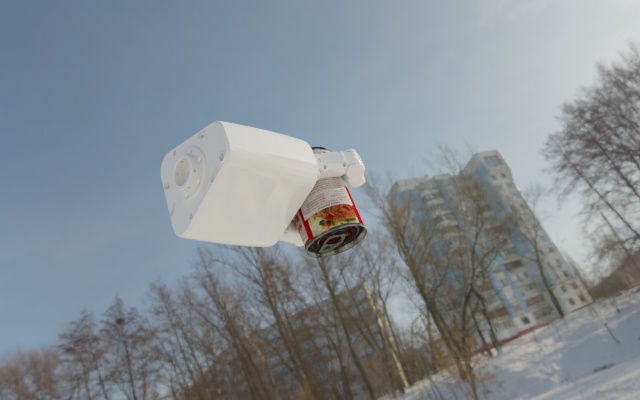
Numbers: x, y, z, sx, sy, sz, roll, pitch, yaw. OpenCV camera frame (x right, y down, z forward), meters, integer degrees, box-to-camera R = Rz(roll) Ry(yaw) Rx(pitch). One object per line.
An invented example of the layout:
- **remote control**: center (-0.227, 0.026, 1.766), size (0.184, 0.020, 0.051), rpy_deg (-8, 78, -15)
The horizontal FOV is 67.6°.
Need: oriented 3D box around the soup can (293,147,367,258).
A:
- **soup can**: center (0.000, 0.001, 0.517), size (0.068, 0.102, 0.068), rpy_deg (-18, -27, -9)
